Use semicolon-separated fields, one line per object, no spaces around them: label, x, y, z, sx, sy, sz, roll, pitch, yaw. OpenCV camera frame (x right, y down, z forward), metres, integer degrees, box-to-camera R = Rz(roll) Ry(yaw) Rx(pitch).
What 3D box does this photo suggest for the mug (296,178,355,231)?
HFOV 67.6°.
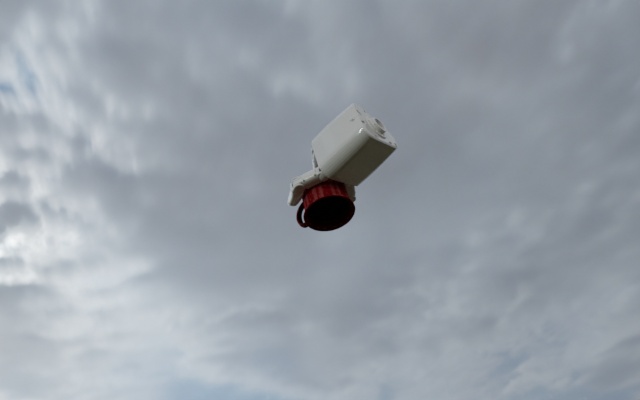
mug;-0.001;0.004;0.870;0.093;0.081;0.117;29;-59;-36
